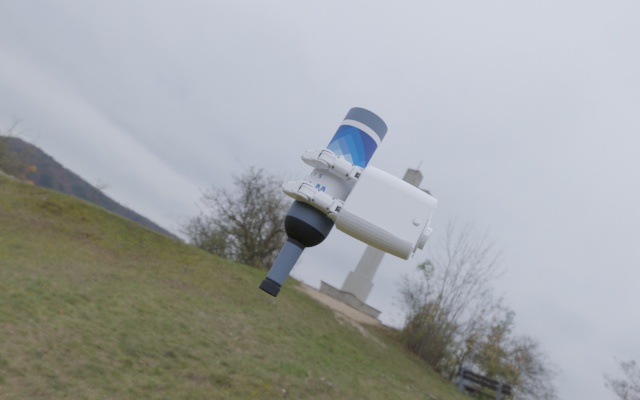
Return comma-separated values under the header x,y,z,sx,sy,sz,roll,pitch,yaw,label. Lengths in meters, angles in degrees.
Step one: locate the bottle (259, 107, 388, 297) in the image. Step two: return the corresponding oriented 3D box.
x,y,z,sx,sy,sz,roll,pitch,yaw,label
0.000,0.002,0.684,0.069,0.295,0.069,28,-15,8,bottle
